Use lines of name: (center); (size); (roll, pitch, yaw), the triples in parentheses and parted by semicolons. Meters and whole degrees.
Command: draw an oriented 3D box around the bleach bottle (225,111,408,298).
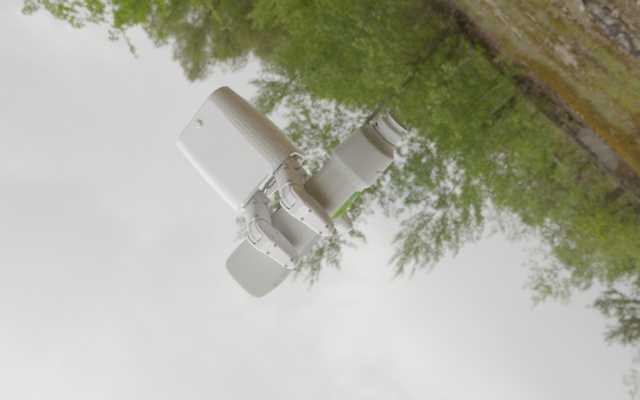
bleach bottle: (0.000, 0.002, 0.534); (0.251, 0.068, 0.102); (-46, -4, 22)
